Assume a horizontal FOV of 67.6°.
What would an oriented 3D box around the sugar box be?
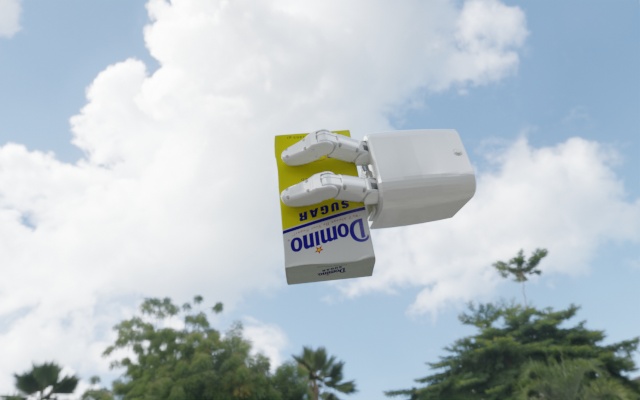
[{"bbox_3d":[0.000,0.001,0.530,0.093,0.176,0.048,-6,-36,-5],"label":"sugar box"}]
